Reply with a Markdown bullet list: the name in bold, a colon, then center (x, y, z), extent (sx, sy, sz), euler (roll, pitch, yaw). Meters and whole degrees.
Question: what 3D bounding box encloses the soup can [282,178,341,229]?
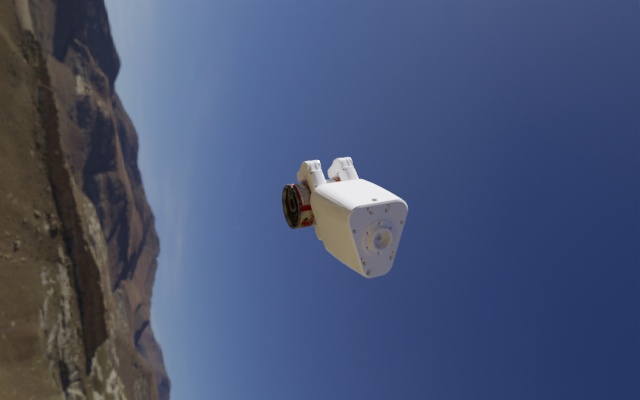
- **soup can**: center (0.000, 0.002, 0.736), extent (0.102, 0.068, 0.068), euler (-9, 3, -24)
